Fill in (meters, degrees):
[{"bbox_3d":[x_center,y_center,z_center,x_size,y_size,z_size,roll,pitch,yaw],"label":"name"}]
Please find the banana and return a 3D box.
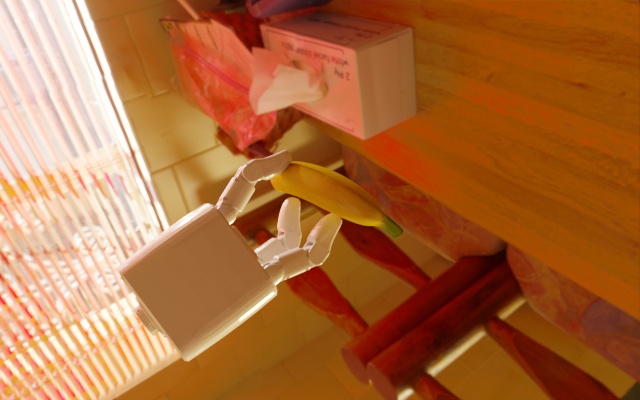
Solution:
[{"bbox_3d":[-0.005,-0.010,0.505,0.197,0.037,0.070,26,-26,44],"label":"banana"}]
